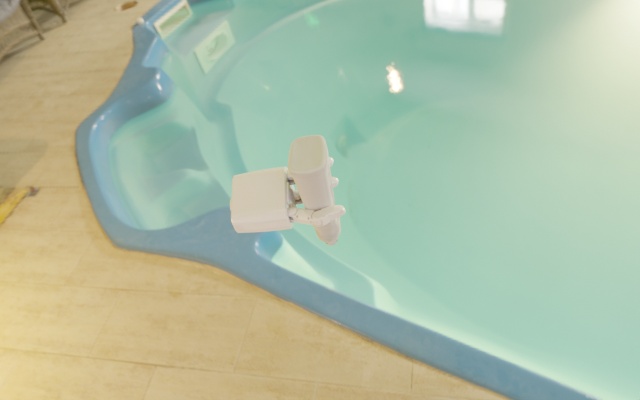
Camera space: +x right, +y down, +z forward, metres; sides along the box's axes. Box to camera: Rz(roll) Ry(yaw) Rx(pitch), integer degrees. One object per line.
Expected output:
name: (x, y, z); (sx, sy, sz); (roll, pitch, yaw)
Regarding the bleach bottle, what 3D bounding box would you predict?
bleach bottle: (0.000, 0.003, 0.898); (0.068, 0.102, 0.251); (-7, -44, 8)
